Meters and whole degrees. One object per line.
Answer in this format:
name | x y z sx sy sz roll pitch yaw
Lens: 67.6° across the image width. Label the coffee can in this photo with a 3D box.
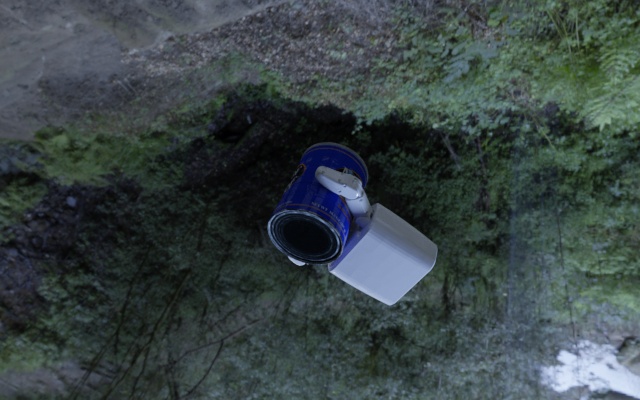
coffee can | 0.000 0.002 0.656 0.103 0.103 0.140 0 42 23
